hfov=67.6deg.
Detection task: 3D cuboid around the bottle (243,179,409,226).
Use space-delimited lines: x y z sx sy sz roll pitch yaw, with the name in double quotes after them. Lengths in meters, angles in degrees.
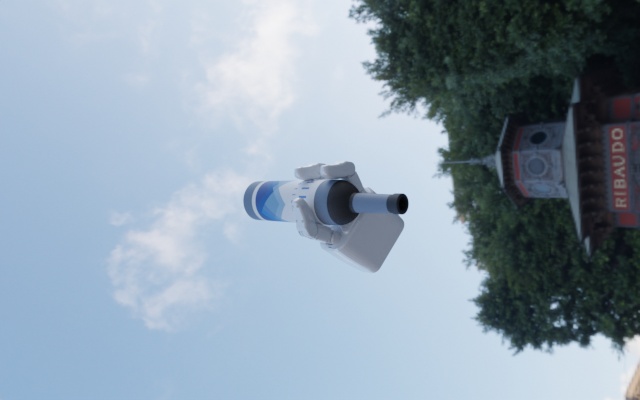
0.000 0.002 0.712 0.295 0.069 0.069 1 1 44 "bottle"
